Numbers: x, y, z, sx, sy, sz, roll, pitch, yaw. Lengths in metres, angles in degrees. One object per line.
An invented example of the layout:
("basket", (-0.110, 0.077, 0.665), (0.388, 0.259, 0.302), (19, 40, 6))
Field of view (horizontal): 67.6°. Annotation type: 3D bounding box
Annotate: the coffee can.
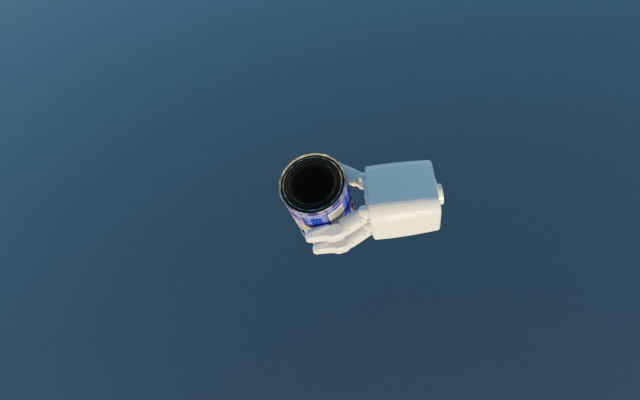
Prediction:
("coffee can", (0.000, 0.003, 0.767), (0.103, 0.102, 0.140), (0, -25, 12))
